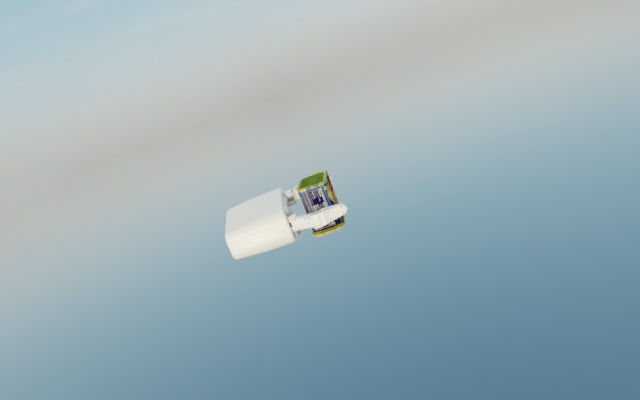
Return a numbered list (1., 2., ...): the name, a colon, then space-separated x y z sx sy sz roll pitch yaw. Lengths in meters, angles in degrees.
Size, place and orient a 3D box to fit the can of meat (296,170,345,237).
1. can of meat: 0.000 0.002 0.805 0.057 0.084 0.102 -20 13 7
